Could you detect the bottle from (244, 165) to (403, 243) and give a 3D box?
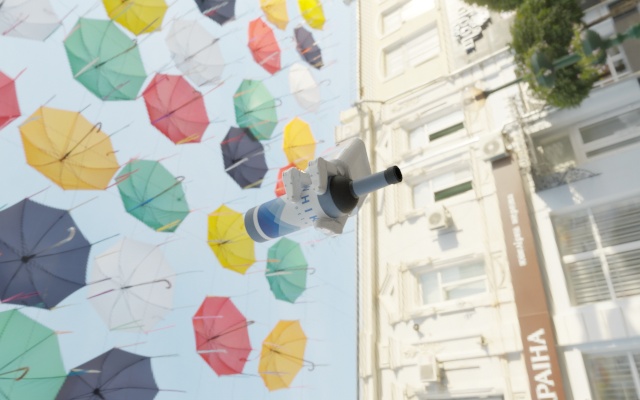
[{"bbox_3d":[0.000,0.003,0.786,0.296,0.069,0.069,-20,-12,33],"label":"bottle"}]
